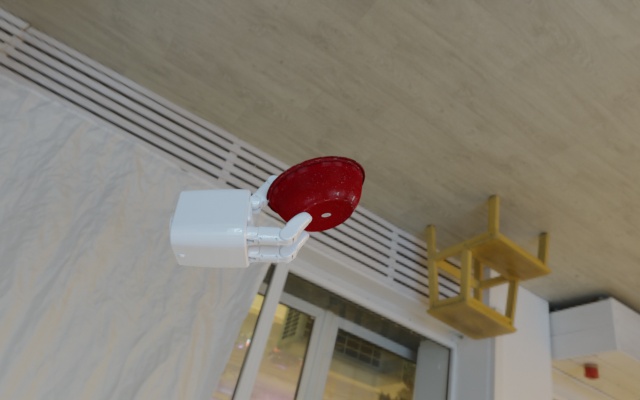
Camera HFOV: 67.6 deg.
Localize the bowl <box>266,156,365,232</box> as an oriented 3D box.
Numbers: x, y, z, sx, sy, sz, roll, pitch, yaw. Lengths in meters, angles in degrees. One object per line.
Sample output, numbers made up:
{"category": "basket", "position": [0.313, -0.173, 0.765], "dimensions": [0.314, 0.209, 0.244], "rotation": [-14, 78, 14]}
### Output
{"category": "bowl", "position": [0.002, 0.002, 0.740], "dimensions": [0.162, 0.055, 0.162], "rotation": [-13, -31, -8]}
